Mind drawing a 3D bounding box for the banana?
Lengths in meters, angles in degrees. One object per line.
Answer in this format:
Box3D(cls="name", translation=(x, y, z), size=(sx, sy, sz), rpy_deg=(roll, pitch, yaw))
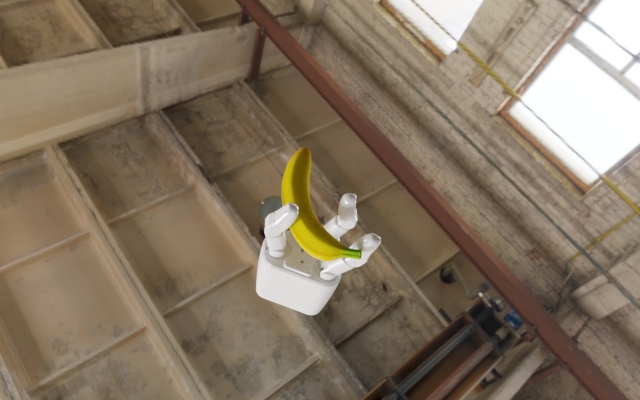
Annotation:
Box3D(cls="banana", translation=(-0.016, 0.008, 0.631), size=(0.069, 0.197, 0.037), rpy_deg=(-12, -35, -20))
